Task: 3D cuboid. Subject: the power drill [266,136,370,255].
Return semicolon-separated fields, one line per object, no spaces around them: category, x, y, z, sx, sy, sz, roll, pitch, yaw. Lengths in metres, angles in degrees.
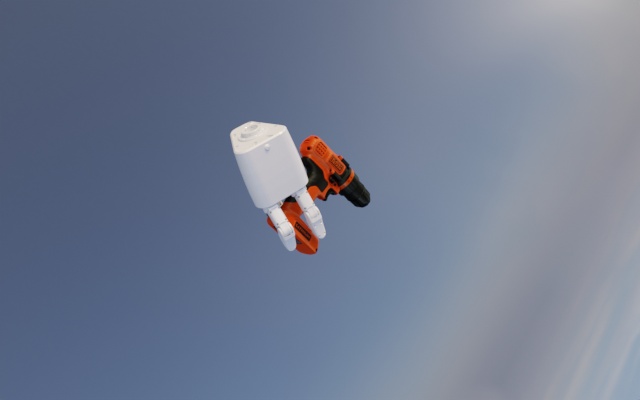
power drill;0.000;0.003;0.876;0.184;0.187;0.057;43;-28;-25
